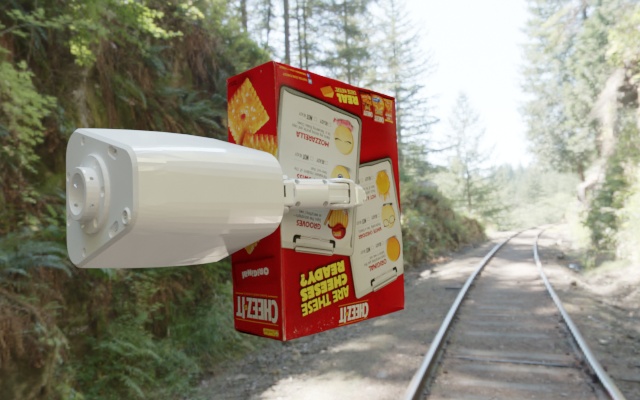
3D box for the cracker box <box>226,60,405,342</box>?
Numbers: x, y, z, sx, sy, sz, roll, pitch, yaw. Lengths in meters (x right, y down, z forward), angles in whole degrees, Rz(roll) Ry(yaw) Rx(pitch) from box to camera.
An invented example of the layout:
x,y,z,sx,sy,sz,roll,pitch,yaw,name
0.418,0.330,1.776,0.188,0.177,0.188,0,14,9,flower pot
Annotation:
x,y,z,sx,sy,sz,roll,pitch,yaw,name
0.000,0.001,0.435,0.072,0.213,0.164,-5,-4,43,cracker box
